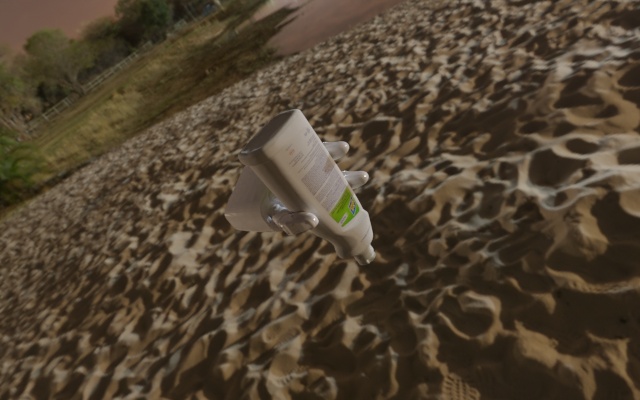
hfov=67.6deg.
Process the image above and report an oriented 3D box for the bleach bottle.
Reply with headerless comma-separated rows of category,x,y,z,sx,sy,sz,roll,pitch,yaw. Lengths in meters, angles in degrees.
bleach bottle,0.000,0.002,0.663,0.068,0.251,0.102,-5,40,47
